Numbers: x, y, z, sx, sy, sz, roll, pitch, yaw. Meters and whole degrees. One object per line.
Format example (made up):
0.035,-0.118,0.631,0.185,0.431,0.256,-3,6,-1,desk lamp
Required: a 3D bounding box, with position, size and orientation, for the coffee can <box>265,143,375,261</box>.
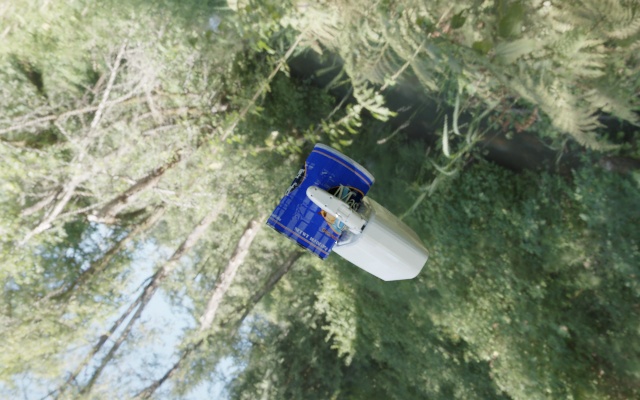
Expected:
0.000,0.002,0.698,0.103,0.140,0.103,32,-5,3,coffee can
